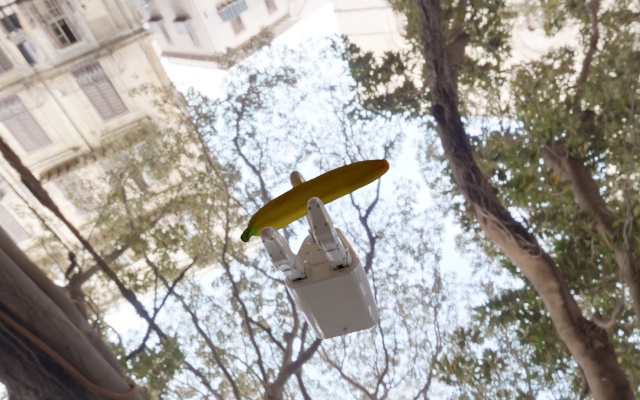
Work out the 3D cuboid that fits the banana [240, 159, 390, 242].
[{"bbox_3d":[-0.009,-0.002,0.582,0.198,0.037,0.069,-29,24,-11],"label":"banana"}]
